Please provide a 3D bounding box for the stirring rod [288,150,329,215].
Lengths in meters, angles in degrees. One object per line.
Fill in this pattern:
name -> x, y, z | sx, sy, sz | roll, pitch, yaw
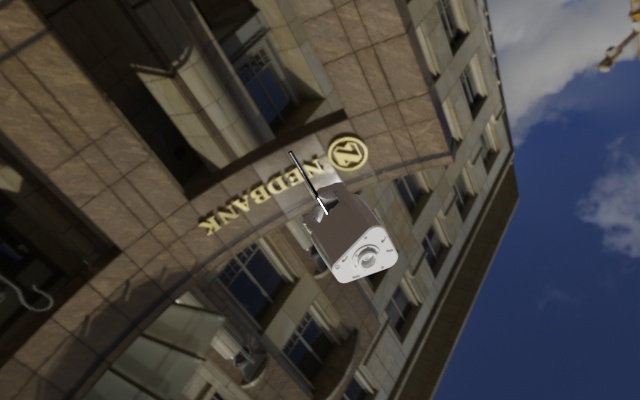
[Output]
stirring rod -> 0.000, 0.003, 0.883 | 0.011, 0.240, 0.011 | -21, 35, 15
